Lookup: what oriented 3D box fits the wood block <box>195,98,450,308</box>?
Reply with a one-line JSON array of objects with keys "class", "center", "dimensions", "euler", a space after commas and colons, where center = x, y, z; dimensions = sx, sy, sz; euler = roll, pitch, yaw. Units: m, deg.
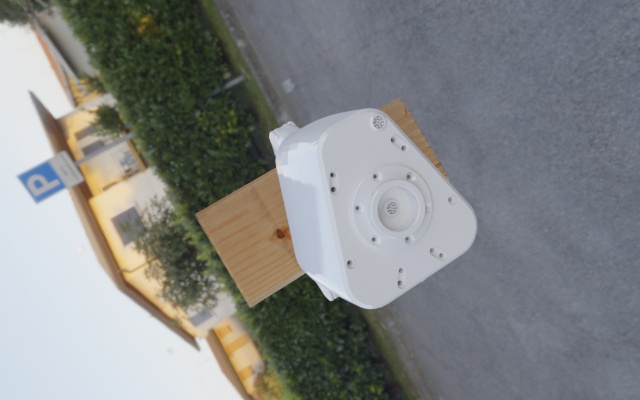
[{"class": "wood block", "center": [0.000, 0.001, 0.445], "dimensions": [0.206, 0.091, 0.090], "euler": [-31, 0, -12]}]
